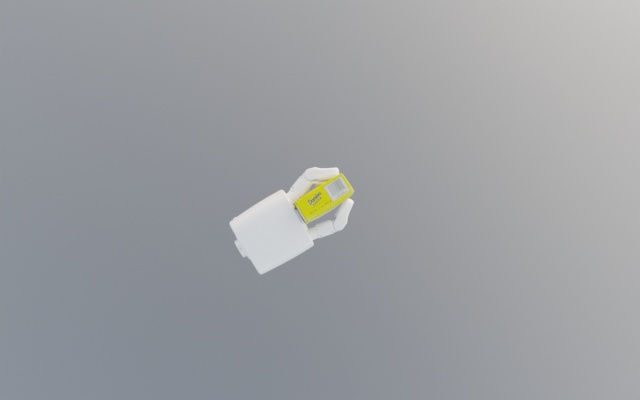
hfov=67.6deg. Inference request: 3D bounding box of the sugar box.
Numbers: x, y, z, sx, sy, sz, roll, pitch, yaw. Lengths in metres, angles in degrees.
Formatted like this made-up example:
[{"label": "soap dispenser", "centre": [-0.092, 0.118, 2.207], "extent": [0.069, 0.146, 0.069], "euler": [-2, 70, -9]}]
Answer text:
[{"label": "sugar box", "centre": [0.000, 0.002, 0.855], "extent": [0.093, 0.048, 0.176], "euler": [-32, 0, -8]}]
